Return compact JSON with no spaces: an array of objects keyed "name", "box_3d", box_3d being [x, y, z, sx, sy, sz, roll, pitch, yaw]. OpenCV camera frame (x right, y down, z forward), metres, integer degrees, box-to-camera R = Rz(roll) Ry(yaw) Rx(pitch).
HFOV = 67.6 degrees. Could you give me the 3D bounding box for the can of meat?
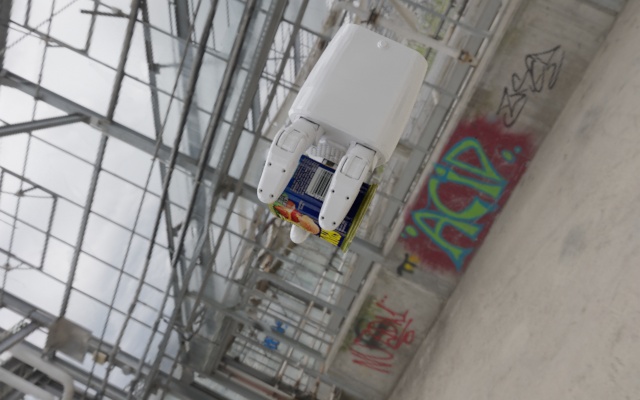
[{"name":"can of meat","box_3d":[0.000,0.001,0.443,0.084,0.057,0.102,26,-12,5]}]
